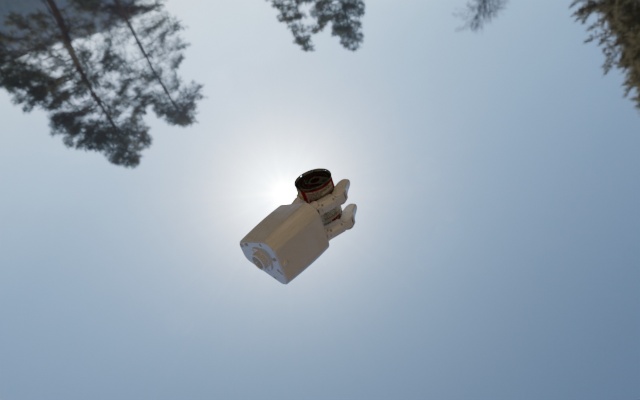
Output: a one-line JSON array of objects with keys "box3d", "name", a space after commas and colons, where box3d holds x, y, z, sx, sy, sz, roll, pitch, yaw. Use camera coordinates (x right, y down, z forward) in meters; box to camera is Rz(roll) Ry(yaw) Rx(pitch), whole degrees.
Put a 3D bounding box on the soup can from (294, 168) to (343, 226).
[{"box3d": [0.000, 0.003, 0.854, 0.068, 0.102, 0.068, -14, 32, 9], "name": "soup can"}]
